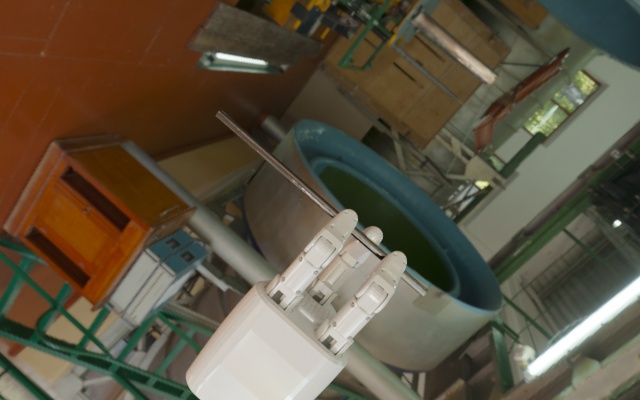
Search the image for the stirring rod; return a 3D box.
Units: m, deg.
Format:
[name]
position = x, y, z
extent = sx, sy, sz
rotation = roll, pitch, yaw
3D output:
[stirring rod]
position = 0.000, 0.001, 0.419
extent = 0.239, 0.011, 0.011
rotation = 41, 2, 3
